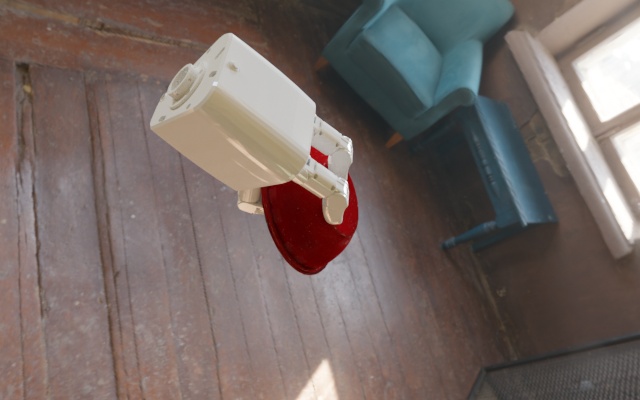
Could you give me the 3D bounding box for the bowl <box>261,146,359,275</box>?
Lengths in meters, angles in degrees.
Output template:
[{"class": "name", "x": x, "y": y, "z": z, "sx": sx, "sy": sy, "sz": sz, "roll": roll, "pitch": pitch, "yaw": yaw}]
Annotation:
[{"class": "bowl", "x": 0.001, "y": 0.002, "z": 0.549, "sx": 0.055, "sy": 0.162, "sz": 0.162, "roll": -13, "pitch": -6, "yaw": 26}]
